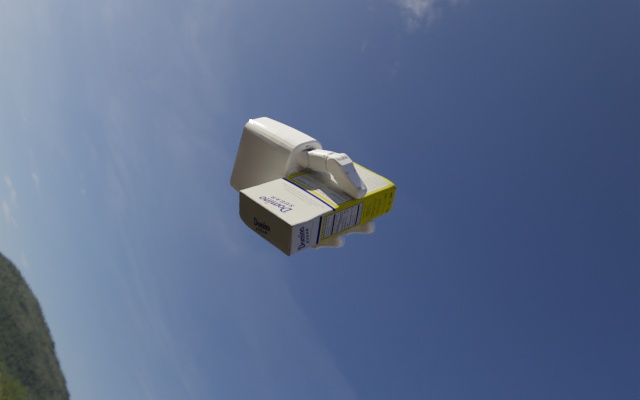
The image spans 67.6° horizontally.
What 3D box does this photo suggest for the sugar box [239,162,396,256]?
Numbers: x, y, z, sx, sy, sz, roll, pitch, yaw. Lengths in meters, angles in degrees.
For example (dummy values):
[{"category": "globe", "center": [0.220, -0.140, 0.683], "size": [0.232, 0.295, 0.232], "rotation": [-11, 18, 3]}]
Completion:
[{"category": "sugar box", "center": [0.000, 0.002, 0.572], "size": [0.176, 0.048, 0.093], "rotation": [-22, 40, -39]}]
